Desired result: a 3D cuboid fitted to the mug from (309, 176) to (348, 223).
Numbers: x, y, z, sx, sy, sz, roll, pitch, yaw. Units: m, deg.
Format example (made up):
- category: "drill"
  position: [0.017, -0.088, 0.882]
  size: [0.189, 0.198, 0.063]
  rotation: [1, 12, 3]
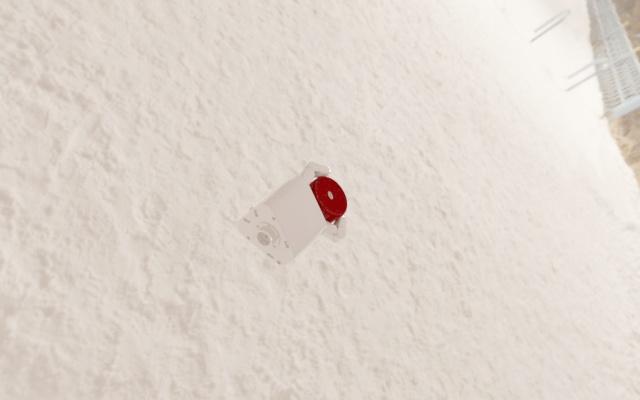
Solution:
- category: "mug"
  position: [0.001, 0.002, 0.882]
  size: [0.081, 0.093, 0.117]
  rotation: [-34, 7, 39]
